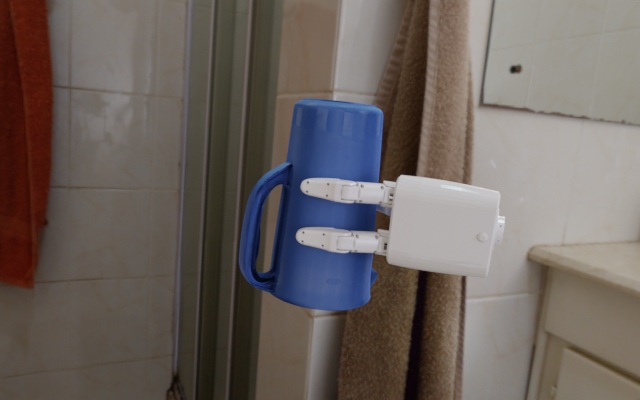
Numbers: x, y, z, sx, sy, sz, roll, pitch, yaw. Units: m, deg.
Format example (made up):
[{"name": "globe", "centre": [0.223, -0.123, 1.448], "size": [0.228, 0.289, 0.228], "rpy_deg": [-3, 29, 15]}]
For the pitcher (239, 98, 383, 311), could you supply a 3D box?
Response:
[{"name": "pitcher", "centre": [0.000, 0.002, 0.584], "size": [0.145, 0.243, 0.149], "rpy_deg": [9, 10, 20]}]
